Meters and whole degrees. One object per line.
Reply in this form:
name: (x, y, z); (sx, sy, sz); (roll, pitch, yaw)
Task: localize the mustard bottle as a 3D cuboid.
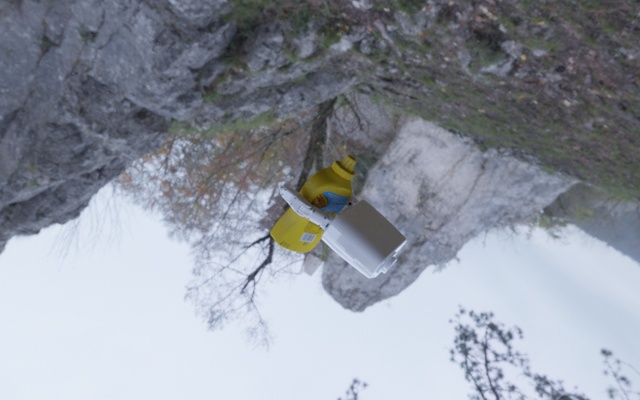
mustard bottle: (0.000, 0.003, 0.824); (0.096, 0.192, 0.058); (15, 28, -47)
